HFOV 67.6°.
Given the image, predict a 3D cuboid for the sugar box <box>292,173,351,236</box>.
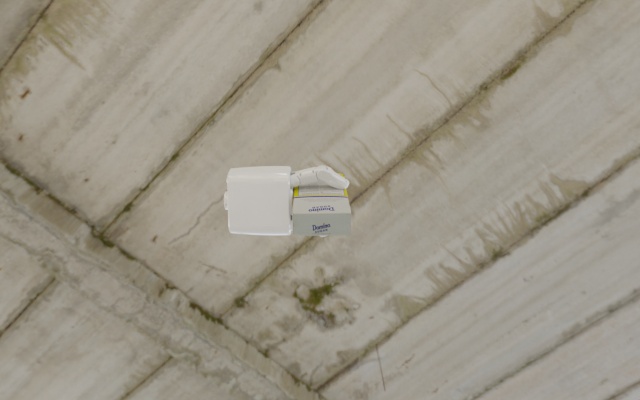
[{"bbox_3d":[0.000,0.003,0.816,0.093,0.048,0.176,0,26,-1],"label":"sugar box"}]
